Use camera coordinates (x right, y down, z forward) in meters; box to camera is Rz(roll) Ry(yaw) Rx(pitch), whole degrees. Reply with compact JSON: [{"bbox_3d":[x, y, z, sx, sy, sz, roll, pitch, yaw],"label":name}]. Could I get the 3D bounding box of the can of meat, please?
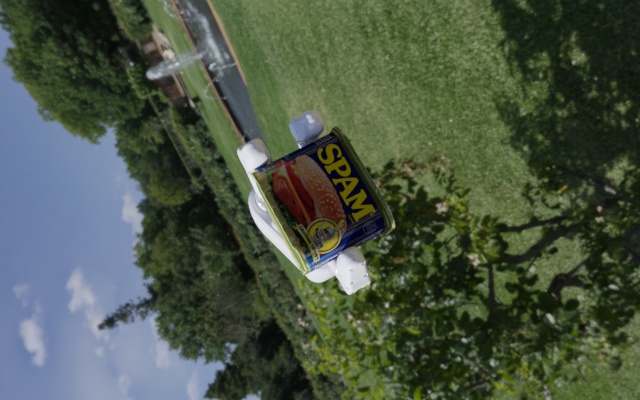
[{"bbox_3d":[0.000,0.002,0.407,0.084,0.102,0.057,-28,-11,-10],"label":"can of meat"}]
